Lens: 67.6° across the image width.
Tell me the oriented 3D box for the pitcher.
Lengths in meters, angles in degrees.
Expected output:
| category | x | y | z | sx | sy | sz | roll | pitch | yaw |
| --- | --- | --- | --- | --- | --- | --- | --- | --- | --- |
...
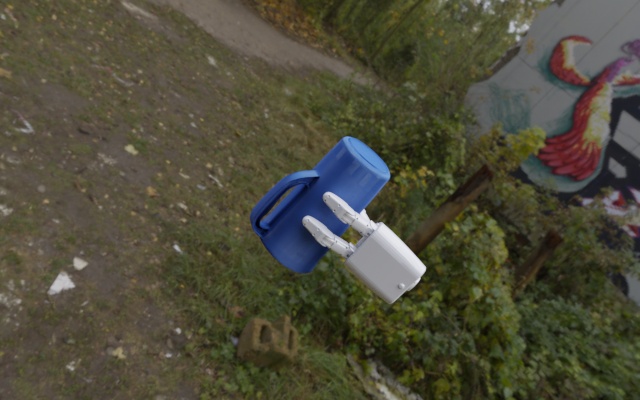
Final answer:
| category | x | y | z | sx | sy | sz | roll | pitch | yaw |
| --- | --- | --- | --- | --- | --- | --- | --- | --- | --- |
| pitcher | 0.000 | 0.003 | 0.852 | 0.145 | 0.243 | 0.149 | 44 | 20 | 7 |
